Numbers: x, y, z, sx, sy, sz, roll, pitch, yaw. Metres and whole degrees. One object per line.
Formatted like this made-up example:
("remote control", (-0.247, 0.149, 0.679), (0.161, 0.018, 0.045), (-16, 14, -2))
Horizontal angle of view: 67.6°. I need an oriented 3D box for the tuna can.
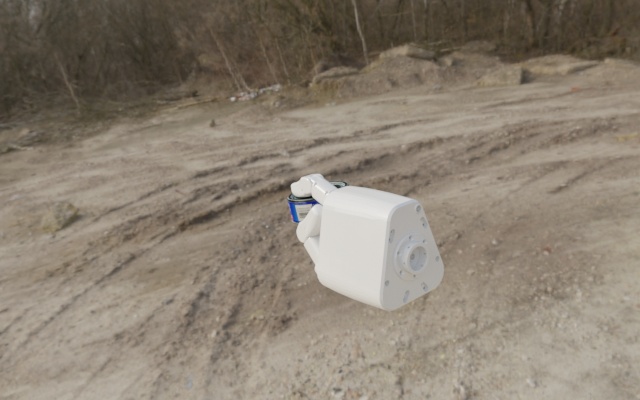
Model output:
("tuna can", (0.000, 0.002, 0.631), (0.086, 0.034, 0.086), (-13, 14, 3))
